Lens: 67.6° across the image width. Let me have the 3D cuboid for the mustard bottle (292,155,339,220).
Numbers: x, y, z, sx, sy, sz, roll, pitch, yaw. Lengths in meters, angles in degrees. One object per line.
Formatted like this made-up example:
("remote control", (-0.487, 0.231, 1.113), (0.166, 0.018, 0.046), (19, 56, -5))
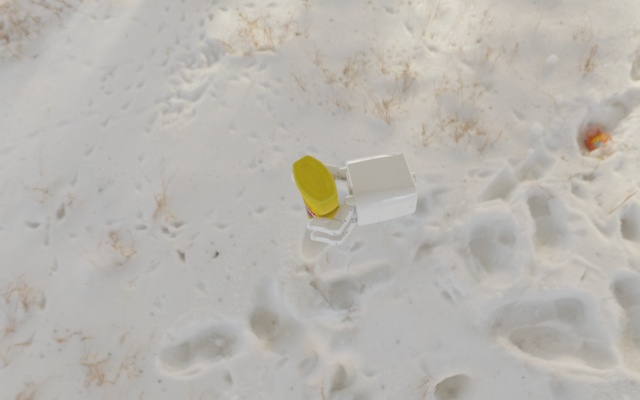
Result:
("mustard bottle", (0.000, 0.003, 0.850), (0.058, 0.096, 0.192), (-33, -24, -8))
